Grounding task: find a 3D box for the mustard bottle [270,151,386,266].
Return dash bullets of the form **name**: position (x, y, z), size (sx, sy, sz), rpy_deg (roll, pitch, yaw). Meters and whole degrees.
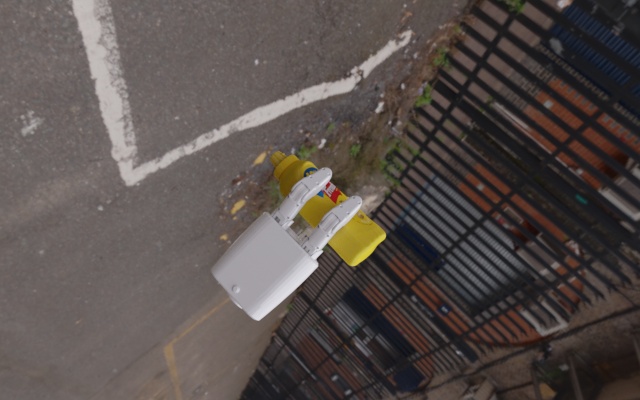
- **mustard bottle**: position (0.001, 0.002, 0.656), size (0.191, 0.058, 0.096), rpy_deg (44, 22, 13)
